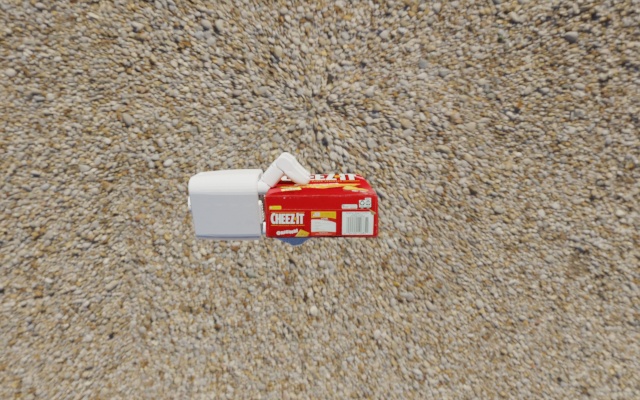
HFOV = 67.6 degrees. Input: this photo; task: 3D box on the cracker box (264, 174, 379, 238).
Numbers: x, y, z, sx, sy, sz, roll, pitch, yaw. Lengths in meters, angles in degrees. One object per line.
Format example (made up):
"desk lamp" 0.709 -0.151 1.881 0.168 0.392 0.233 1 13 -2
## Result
"cracker box" 0.000 0.003 0.778 0.164 0.072 0.213 0 11 -1
